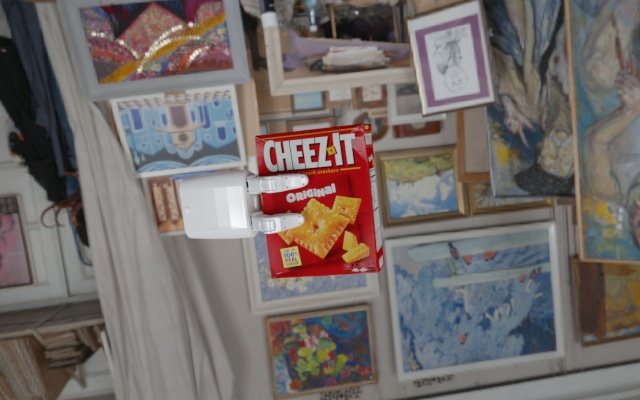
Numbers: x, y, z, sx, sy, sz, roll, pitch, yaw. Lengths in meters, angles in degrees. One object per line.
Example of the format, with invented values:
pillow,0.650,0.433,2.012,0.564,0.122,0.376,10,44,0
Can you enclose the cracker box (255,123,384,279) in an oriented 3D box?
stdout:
cracker box,0.000,0.002,0.701,0.164,0.214,0.072,-5,7,14
